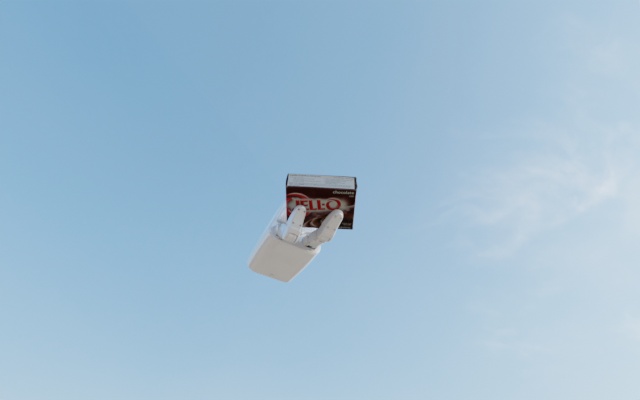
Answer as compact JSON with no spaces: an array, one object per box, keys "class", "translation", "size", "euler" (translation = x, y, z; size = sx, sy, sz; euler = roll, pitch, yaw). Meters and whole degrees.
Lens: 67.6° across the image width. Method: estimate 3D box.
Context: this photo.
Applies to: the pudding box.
[{"class":"pudding box","translation":[0.000,0.002,0.772],"size":[0.113,0.090,0.039],"euler":[1,44,-1]}]
